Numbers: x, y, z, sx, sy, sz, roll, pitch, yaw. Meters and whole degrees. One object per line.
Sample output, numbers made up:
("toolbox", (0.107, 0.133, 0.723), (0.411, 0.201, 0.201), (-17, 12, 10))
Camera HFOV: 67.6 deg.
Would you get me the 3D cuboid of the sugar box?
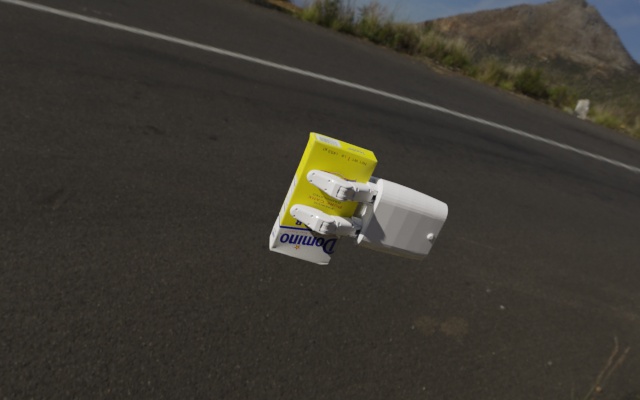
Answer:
("sugar box", (0.000, 0.002, 0.666), (0.093, 0.176, 0.048), (17, 21, -13))
